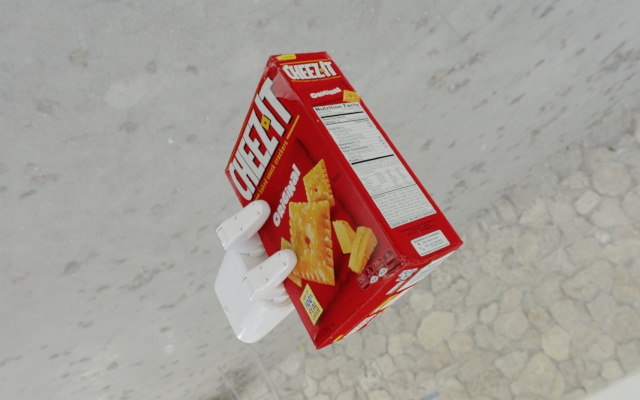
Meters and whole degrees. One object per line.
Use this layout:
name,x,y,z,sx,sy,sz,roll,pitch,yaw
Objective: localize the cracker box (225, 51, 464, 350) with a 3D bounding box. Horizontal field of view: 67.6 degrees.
cracker box,0.000,0.002,0.431,0.072,0.213,0.164,-15,-27,-36
